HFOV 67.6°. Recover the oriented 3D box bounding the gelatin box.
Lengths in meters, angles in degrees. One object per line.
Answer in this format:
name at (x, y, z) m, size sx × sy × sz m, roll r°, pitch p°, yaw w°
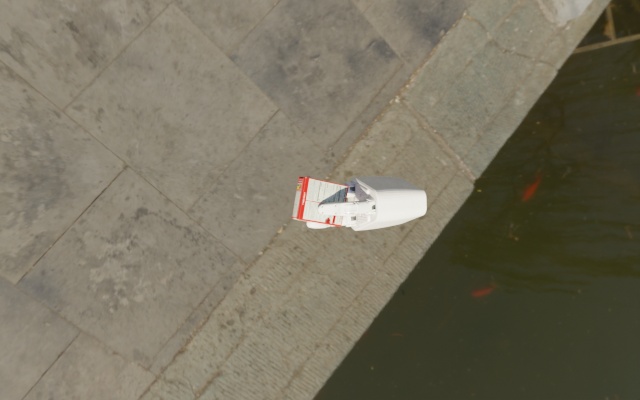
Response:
gelatin box at (0.000, 0.003, 0.819) m, size 0.089 × 0.073 × 0.030 m, roll 10°, pitch -2°, yaw -29°
